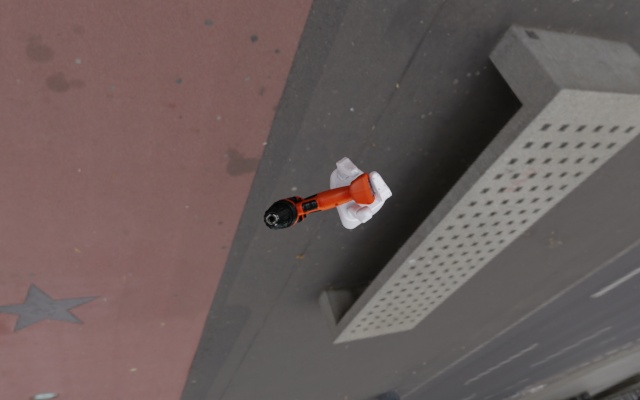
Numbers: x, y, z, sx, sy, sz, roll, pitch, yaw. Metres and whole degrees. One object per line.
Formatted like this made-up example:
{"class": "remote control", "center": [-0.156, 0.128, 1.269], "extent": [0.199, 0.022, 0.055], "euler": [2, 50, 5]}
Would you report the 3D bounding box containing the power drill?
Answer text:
{"class": "power drill", "center": [0.001, 0.003, 0.864], "extent": [0.187, 0.057, 0.184], "euler": [-15, 5, 12]}
